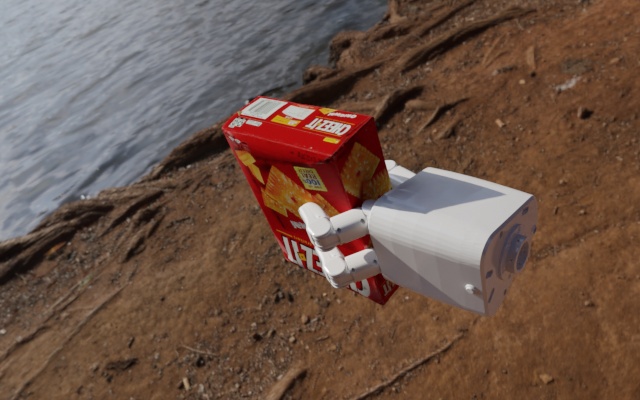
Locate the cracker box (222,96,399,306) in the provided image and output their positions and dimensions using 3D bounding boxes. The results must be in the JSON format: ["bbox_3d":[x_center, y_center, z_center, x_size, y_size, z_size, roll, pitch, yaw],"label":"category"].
[{"bbox_3d":[0.000,0.001,0.523,0.164,0.214,0.072,19,53,40],"label":"cracker box"}]
